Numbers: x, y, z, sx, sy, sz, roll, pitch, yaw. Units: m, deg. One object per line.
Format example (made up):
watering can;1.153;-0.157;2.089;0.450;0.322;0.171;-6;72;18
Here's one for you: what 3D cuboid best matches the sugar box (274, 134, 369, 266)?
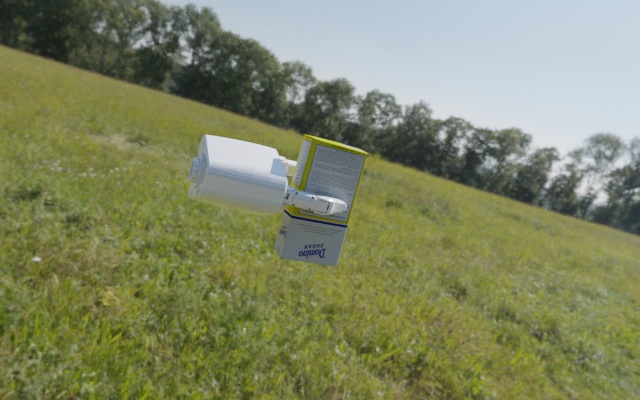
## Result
sugar box;0.000;0.002;0.691;0.093;0.176;0.048;12;12;-25
